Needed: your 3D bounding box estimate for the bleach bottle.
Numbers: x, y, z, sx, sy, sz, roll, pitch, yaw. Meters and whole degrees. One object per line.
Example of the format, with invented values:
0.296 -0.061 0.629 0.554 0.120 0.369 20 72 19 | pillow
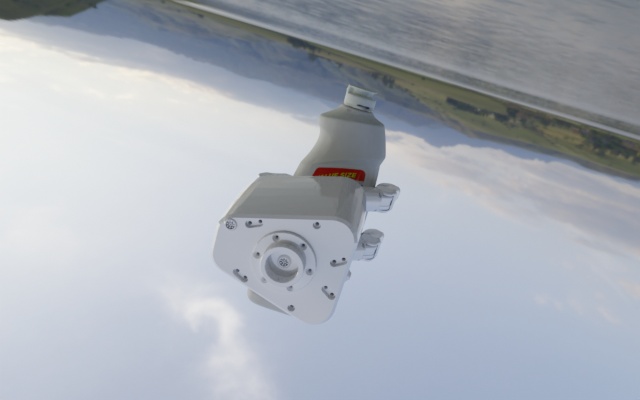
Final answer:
0.000 0.002 0.508 0.102 0.251 0.068 17 18 1 | bleach bottle
